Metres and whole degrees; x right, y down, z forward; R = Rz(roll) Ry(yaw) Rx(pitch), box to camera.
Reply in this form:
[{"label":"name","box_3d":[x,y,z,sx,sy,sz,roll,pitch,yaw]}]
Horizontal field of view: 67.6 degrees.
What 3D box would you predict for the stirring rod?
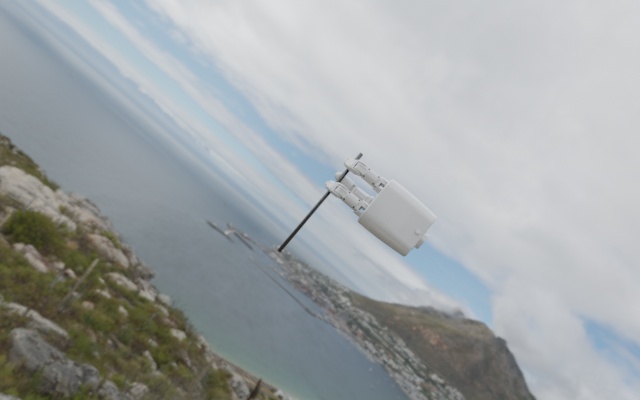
[{"label":"stirring rod","box_3d":[0.000,0.003,0.893,0.011,0.239,0.011,40,-5,4]}]
